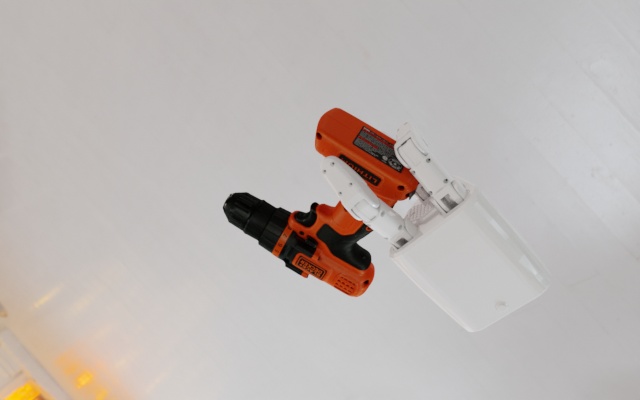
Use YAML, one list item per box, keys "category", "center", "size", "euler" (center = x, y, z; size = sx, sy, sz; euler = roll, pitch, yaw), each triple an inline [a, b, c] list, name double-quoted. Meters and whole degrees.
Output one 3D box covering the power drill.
- category: "power drill"
  center: [0.000, 0.001, 0.484]
  size: [0.184, 0.188, 0.057]
  euler: [29, 43, 0]
